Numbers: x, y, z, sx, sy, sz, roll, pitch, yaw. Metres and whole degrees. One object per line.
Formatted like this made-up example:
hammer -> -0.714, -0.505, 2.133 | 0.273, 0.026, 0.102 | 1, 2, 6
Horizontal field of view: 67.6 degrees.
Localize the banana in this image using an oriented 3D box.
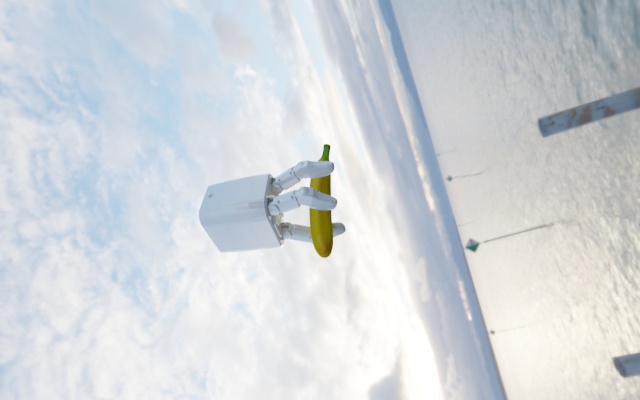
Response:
banana -> 0.000, 0.009, 0.747 | 0.037, 0.197, 0.070 | -1, -30, 0
